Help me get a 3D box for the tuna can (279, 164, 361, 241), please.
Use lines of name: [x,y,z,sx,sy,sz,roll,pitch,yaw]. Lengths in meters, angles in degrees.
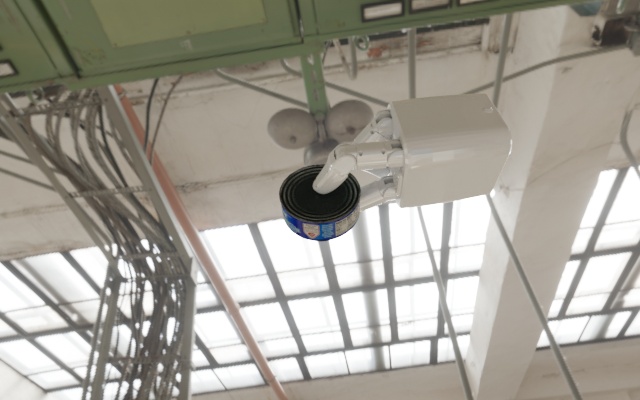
tuna can: [0.000,0.002,0.511,0.086,0.086,0.034,0,-44,4]
